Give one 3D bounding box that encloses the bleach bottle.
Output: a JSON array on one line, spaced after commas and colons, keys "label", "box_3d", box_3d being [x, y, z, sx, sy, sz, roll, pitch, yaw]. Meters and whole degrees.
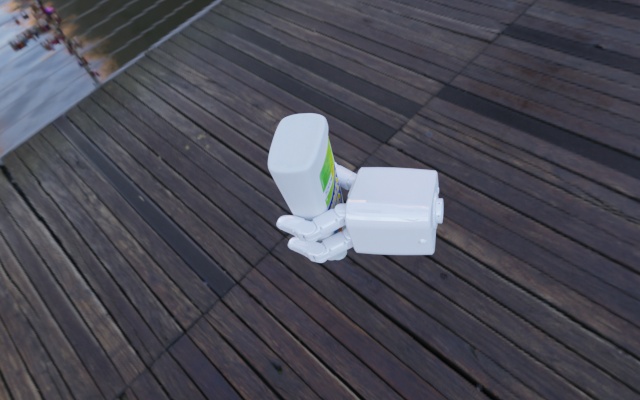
[{"label": "bleach bottle", "box_3d": [0.000, 0.002, 0.675, 0.068, 0.102, 0.251, 1, -36, 18]}]
